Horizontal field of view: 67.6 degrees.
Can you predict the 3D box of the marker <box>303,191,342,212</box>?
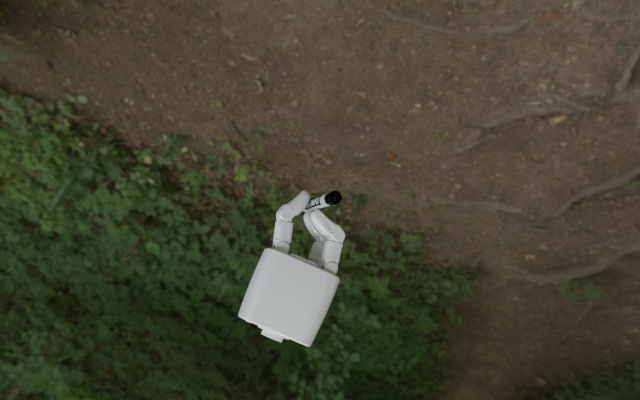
[{"bbox_3d":[0.000,0.002,0.689,0.020,0.020,0.121,0,-6,-22],"label":"marker"}]
